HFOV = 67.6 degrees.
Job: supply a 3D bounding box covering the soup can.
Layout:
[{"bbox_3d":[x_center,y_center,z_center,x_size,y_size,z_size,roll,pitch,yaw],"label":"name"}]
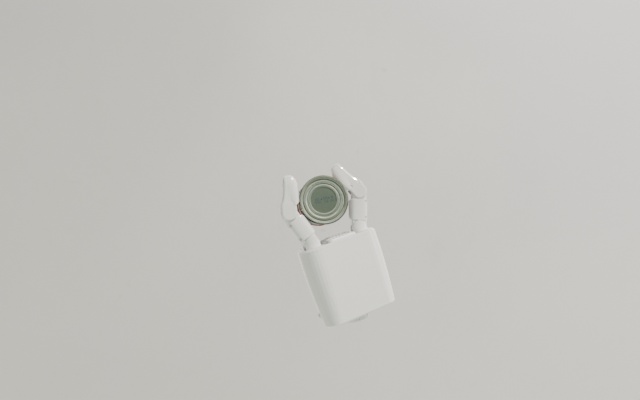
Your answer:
[{"bbox_3d":[0.000,0.002,0.680,0.068,0.068,0.102,0,-3,-5],"label":"soup can"}]
